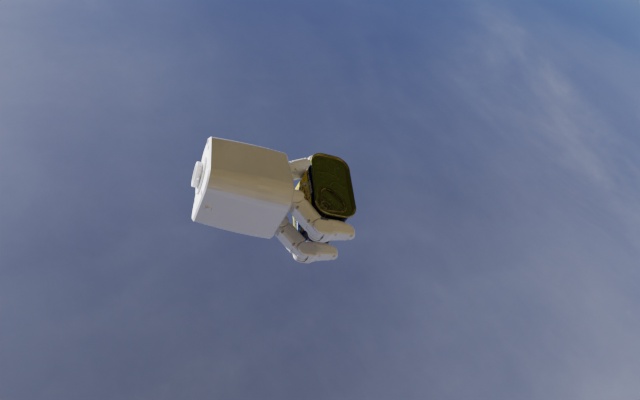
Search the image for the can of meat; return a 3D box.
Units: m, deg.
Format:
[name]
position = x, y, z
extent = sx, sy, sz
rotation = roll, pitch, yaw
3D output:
[can of meat]
position = 0.000, 0.002, 0.647
extent = 0.057, 0.102, 0.084
rotation = 11, -41, -22
